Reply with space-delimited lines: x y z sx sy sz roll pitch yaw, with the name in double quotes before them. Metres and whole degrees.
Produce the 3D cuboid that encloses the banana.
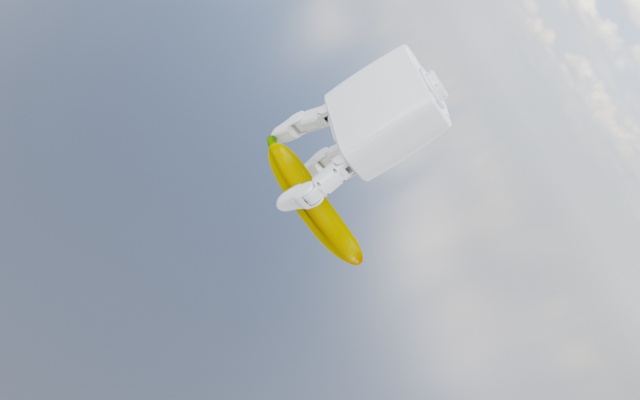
"banana" -0.006 0.004 0.572 0.037 0.198 0.069 -32 6 19
